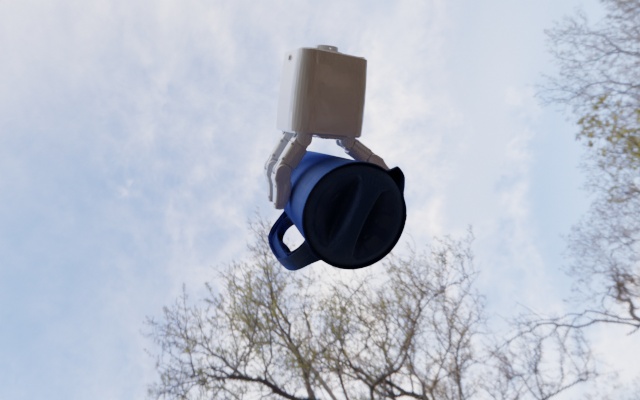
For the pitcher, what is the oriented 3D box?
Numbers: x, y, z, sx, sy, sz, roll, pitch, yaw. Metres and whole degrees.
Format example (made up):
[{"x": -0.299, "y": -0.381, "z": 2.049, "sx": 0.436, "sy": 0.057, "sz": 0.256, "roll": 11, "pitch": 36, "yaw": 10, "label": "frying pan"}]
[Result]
[{"x": 0.000, "y": 0.002, "z": 0.669, "sx": 0.149, "sy": 0.145, "sz": 0.242, "roll": 3, "pitch": 11, "yaw": -19, "label": "pitcher"}]
